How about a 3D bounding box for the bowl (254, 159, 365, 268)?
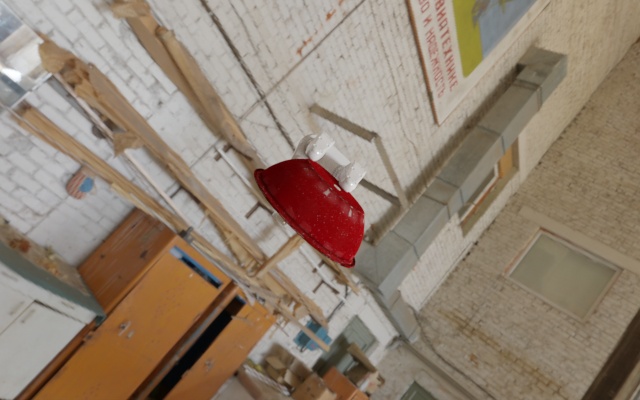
[{"bbox_3d":[0.001,0.002,0.556,0.162,0.055,0.162,43,10,-10],"label":"bowl"}]
